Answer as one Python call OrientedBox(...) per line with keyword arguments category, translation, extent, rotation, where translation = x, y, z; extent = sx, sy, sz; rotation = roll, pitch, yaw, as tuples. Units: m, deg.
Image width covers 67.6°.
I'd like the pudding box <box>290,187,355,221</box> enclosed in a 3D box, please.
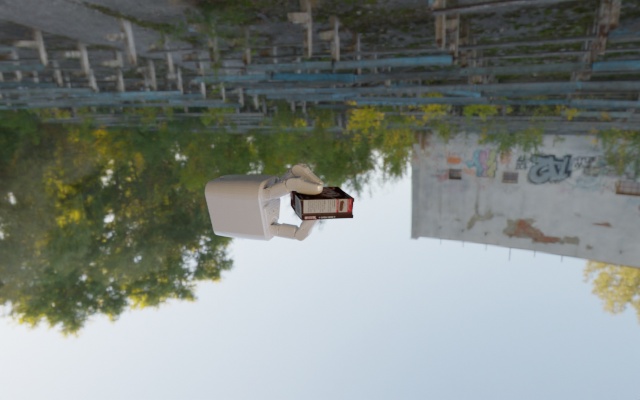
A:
OrientedBox(category="pudding box", translation=(0.000, 0.003, 0.807), extent=(0.090, 0.039, 0.113), rotation=(-3, 14, -12))
